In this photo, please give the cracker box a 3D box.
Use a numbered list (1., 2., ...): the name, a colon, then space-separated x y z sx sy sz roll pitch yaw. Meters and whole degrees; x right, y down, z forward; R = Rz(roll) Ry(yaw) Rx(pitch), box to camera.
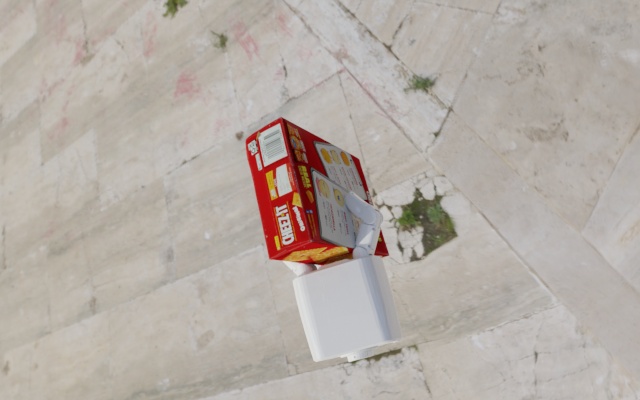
1. cracker box: 0.000 0.002 0.648 0.072 0.164 0.214 -24 -21 25
